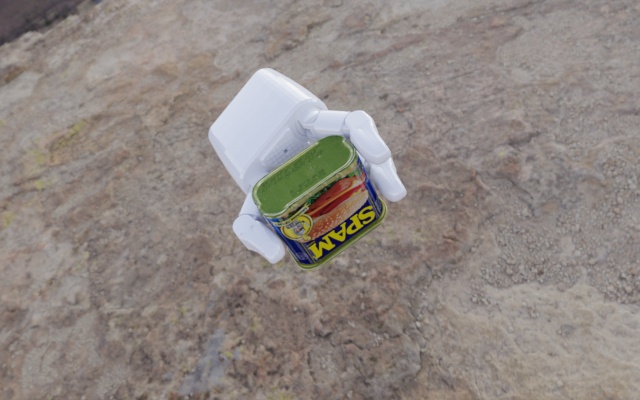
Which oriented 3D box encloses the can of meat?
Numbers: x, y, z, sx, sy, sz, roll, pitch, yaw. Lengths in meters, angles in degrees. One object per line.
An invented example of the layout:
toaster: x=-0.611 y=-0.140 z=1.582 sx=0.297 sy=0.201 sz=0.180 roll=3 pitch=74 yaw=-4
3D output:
can of meat: x=0.000 y=0.001 z=0.429 sx=0.102 sy=0.084 sz=0.057 roll=-35 pitch=44 yaw=-4
